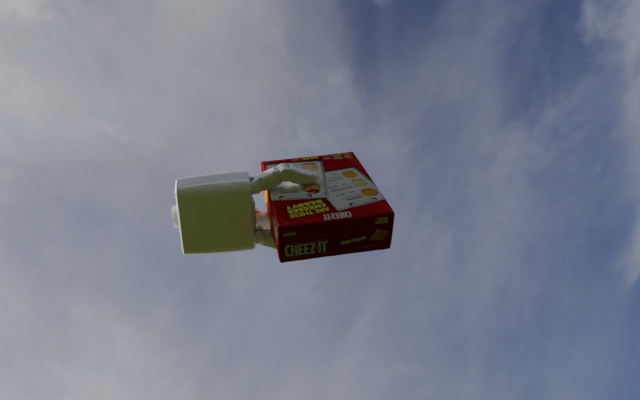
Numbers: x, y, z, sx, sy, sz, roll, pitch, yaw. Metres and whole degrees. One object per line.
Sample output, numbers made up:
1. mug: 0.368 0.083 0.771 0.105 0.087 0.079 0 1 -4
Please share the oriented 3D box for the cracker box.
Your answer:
1. cracker box: 0.000 0.002 0.741 0.164 0.072 0.213 -7 30 -10
